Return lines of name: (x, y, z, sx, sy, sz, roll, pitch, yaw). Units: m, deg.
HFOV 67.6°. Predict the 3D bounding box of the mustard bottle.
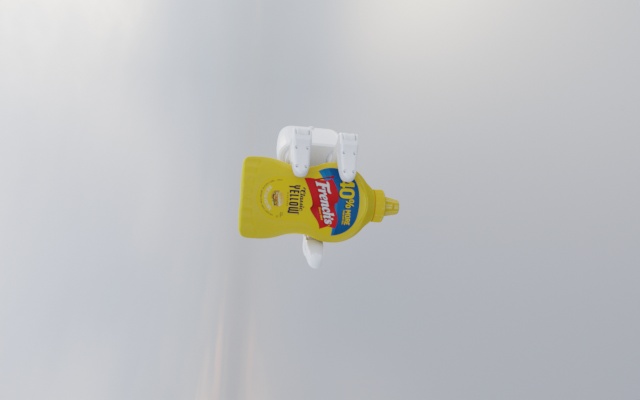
mustard bottle: (0.000, 0.002, 0.574, 0.191, 0.096, 0.058, 4, -3, -9)
